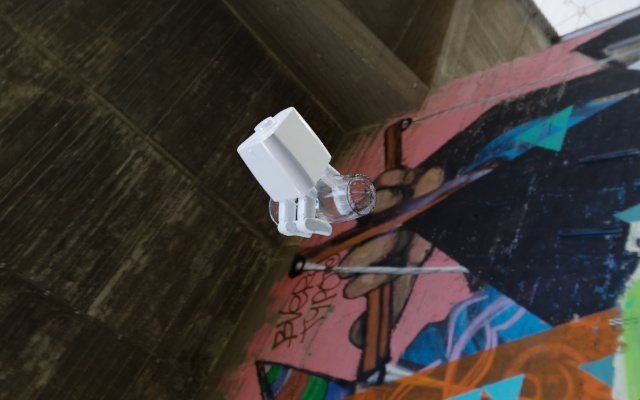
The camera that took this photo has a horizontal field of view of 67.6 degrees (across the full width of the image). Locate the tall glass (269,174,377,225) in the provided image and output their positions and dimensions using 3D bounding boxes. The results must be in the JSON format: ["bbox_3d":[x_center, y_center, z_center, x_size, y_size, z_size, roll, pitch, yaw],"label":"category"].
[{"bbox_3d":[0.000,0.003,0.787,0.079,0.079,0.201,0,-6,-39],"label":"tall glass"}]
